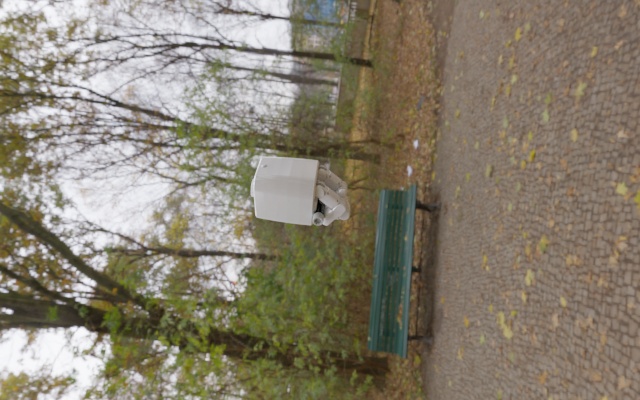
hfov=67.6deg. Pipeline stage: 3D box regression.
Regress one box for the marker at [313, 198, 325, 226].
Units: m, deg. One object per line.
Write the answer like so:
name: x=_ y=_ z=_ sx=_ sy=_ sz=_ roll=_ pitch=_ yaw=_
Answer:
marker: x=0.000 y=0.003 z=0.871 sx=0.020 sy=0.020 sz=0.121 roll=0 pitch=34 yaw=5
